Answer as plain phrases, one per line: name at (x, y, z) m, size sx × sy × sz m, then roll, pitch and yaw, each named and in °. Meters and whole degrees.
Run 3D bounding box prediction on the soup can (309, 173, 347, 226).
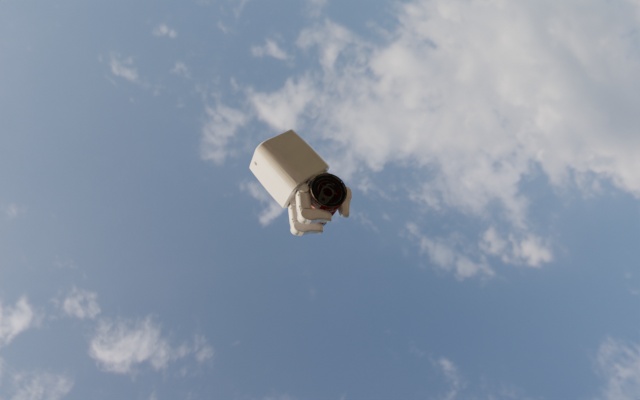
soup can at (0.000, 0.003, 0.886) m, size 0.068 × 0.068 × 0.102 m, roll 0°, pitch -26°, yaw -20°
